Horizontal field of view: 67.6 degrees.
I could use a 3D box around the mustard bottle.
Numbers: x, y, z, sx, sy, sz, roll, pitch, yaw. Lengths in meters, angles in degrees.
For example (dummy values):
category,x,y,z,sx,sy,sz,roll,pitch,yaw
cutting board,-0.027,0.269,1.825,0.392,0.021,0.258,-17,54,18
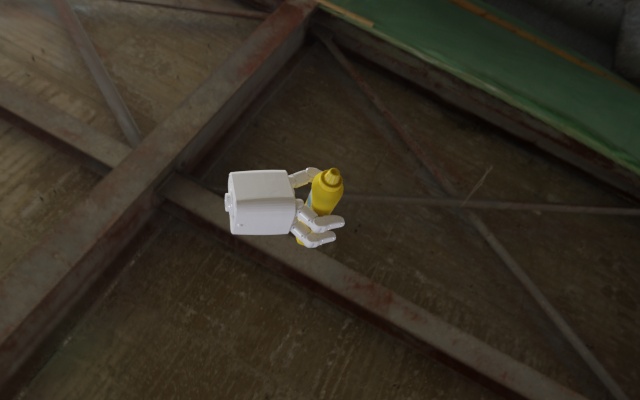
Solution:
category,x,y,z,sx,sy,sz,roll,pitch,yaw
mustard bottle,0.000,0.003,0.891,0.058,0.096,0.192,18,-36,-4
